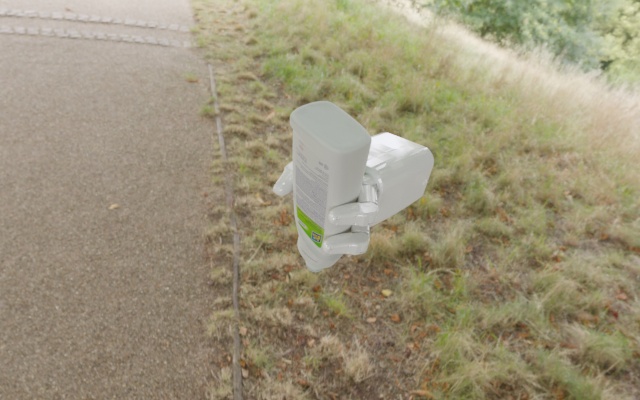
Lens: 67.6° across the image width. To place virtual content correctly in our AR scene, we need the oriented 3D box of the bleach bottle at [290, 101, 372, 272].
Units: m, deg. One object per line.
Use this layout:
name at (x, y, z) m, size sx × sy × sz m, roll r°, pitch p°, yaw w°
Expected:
bleach bottle at (0.000, 0.002, 0.633) m, size 0.068 × 0.251 × 0.102 m, roll -25°, pitch 53°, yaw -30°
